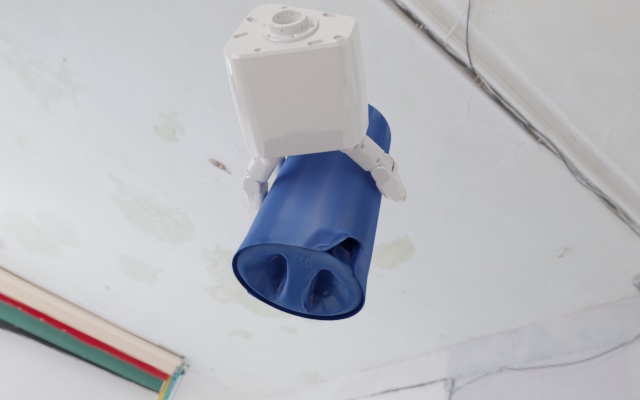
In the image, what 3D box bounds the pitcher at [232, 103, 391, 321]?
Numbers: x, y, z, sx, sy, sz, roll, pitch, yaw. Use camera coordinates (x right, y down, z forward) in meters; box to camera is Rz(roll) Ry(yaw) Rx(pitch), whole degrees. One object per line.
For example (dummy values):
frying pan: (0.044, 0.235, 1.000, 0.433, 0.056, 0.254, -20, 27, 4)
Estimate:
pitcher: (0.000, 0.002, 0.535, 0.149, 0.242, 0.145, 5, -41, 17)
